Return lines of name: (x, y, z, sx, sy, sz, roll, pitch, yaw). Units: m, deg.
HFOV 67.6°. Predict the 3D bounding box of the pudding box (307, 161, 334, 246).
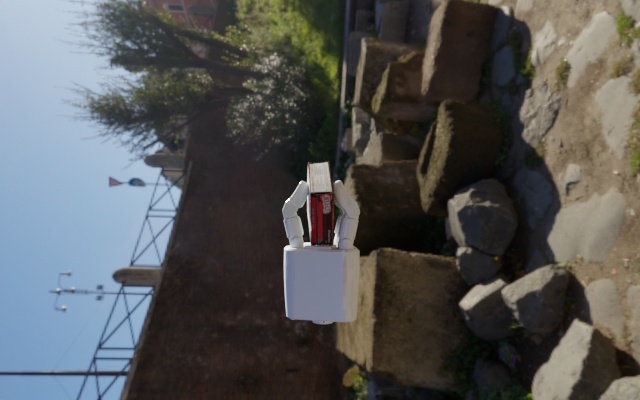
pudding box: (0.000, 0.002, 0.731, 0.039, 0.090, 0.113, -1, 28, -4)
